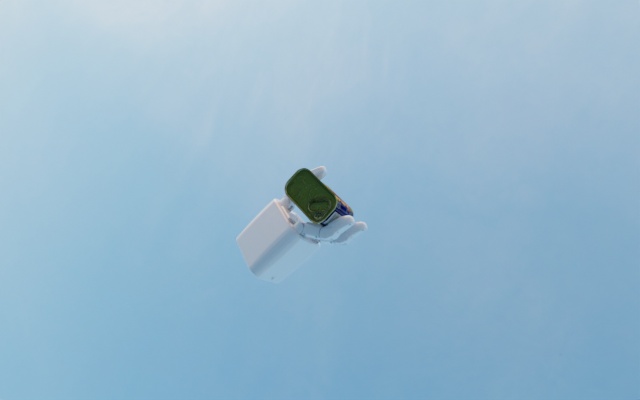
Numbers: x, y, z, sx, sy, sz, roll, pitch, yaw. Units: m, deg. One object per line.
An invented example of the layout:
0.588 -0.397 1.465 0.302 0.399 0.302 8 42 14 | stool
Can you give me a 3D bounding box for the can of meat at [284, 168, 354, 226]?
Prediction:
0.000 0.003 0.806 0.102 0.057 0.084 45 6 30 | can of meat
